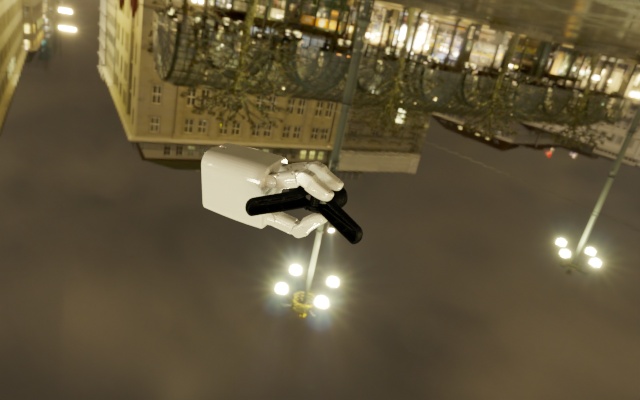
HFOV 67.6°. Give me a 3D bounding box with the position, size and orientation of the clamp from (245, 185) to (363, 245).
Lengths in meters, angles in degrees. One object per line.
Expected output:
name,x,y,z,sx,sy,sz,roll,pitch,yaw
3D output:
clamp,0.000,0.003,0.726,0.164,0.036,0.210,19,22,10
